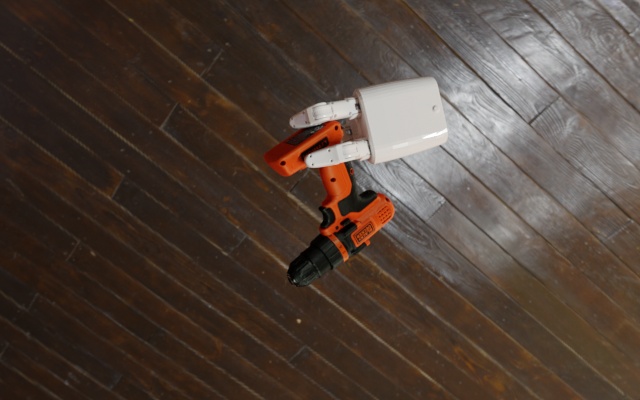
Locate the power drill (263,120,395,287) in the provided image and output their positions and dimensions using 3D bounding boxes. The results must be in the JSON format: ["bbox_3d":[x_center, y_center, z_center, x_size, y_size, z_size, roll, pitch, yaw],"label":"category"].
[{"bbox_3d":[0.000,0.002,0.636,0.184,0.188,0.057,-38,30,-20],"label":"power drill"}]
